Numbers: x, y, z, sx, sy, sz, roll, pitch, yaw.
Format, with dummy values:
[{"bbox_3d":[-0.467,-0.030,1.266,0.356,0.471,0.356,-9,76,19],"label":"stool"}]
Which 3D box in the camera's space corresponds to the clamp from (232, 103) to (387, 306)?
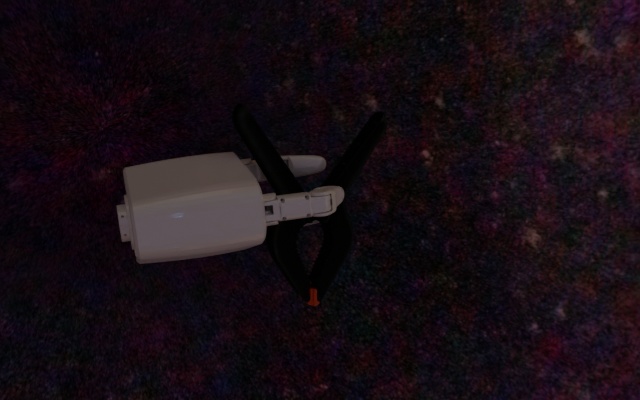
[{"bbox_3d":[0.000,0.002,0.493,0.164,0.210,0.036,-9,11,-21],"label":"clamp"}]
